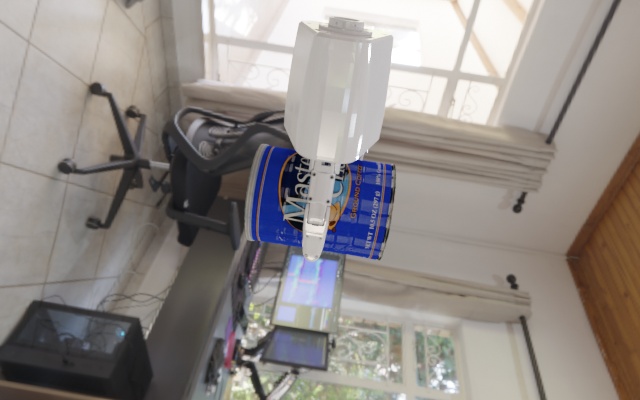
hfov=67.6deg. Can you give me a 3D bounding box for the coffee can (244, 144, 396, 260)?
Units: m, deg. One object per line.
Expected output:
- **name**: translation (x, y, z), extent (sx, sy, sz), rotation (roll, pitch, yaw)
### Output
- **coffee can**: translation (0.000, 0.002, 0.502), extent (0.140, 0.103, 0.103), rotation (9, 0, 1)
